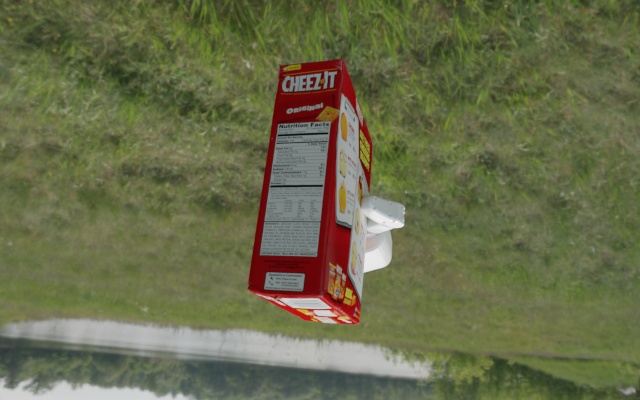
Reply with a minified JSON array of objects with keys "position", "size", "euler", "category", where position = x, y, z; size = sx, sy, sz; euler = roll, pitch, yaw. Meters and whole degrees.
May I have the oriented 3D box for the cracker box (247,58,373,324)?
[{"position":[0.000,0.002,0.466],"size":[0.072,0.213,0.164],"euler":[0,-21,15],"category":"cracker box"}]
